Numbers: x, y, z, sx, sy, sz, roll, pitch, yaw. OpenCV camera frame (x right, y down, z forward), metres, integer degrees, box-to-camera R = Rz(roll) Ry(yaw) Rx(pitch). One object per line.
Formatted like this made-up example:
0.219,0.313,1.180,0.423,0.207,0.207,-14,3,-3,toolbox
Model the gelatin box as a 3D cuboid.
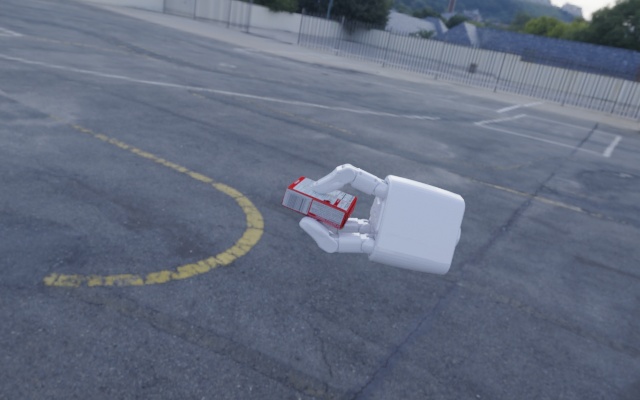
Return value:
0.000,0.002,0.651,0.089,0.030,0.073,22,19,7,gelatin box
